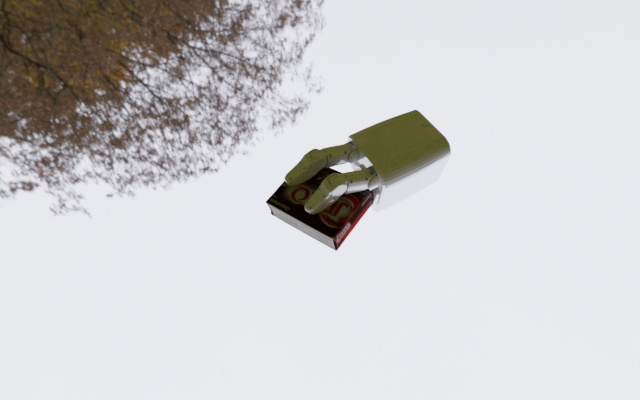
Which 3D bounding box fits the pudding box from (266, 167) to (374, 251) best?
[{"bbox_3d":[0.000,0.002,0.627,0.113,0.090,0.039,25,-28,28],"label":"pudding box"}]
